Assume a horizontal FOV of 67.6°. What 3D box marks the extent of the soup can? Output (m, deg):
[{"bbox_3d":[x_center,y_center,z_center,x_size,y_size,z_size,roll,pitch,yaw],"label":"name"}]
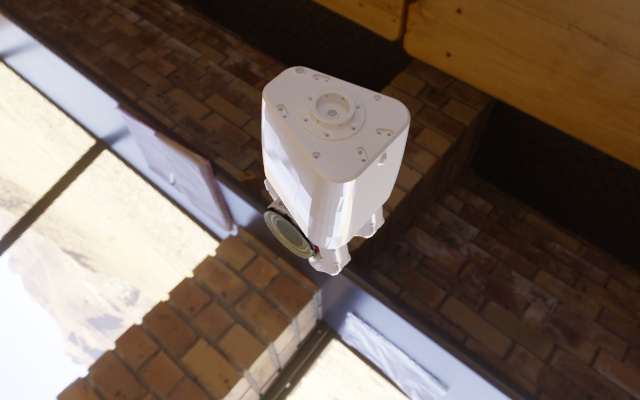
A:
[{"bbox_3d":[0.000,0.002,0.491,0.102,0.068,0.068,-45,22,-24],"label":"soup can"}]
